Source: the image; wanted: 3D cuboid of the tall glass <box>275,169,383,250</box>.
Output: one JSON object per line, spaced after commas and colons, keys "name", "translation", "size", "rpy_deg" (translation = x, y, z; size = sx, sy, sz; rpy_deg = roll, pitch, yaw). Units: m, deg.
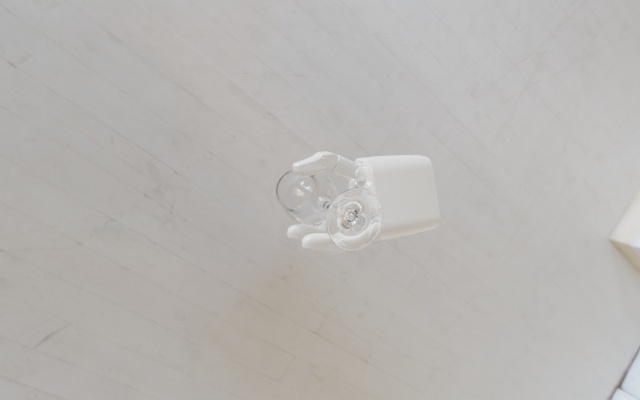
{"name": "tall glass", "translation": [0.000, 0.002, 0.636], "size": [0.079, 0.079, 0.201], "rpy_deg": [0, 12, -25]}
